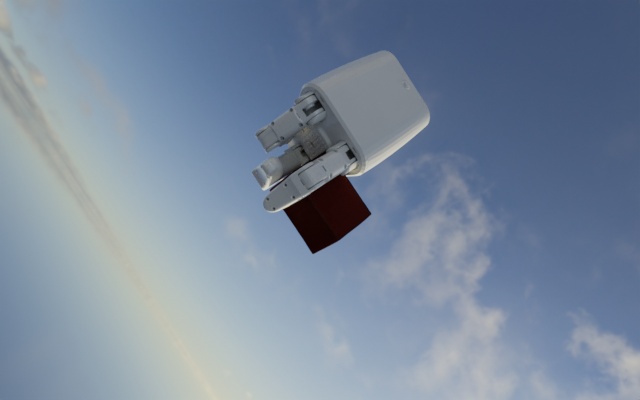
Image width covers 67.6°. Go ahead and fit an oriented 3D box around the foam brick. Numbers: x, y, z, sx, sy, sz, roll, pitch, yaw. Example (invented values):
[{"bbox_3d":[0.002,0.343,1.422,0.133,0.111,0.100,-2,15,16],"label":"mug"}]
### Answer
[{"bbox_3d":[0.000,0.002,0.460,0.051,0.078,0.053,-35,2,-36],"label":"foam brick"}]
